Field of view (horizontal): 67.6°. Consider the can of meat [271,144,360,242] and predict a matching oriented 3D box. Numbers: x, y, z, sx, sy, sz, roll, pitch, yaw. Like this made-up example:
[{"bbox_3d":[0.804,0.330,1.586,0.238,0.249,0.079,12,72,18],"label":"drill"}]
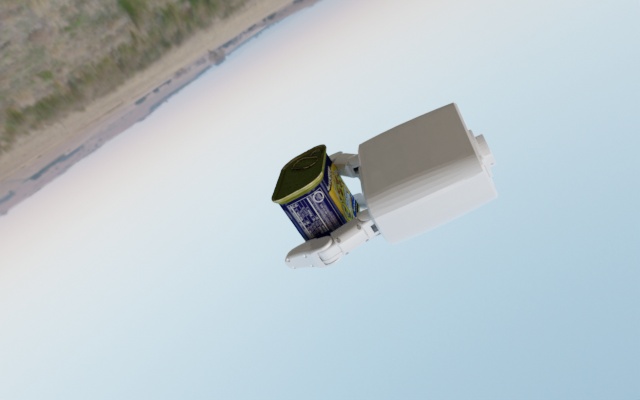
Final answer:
[{"bbox_3d":[0.000,0.002,0.496,0.057,0.084,0.102,-27,23,17],"label":"can of meat"}]
